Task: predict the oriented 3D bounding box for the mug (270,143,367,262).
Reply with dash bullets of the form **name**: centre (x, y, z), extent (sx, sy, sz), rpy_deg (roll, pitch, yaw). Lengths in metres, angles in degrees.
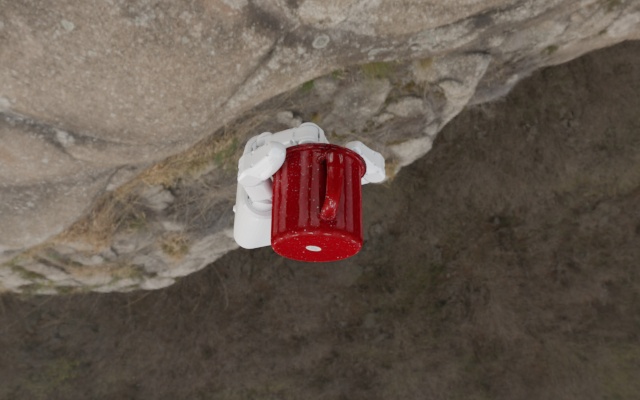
- **mug**: centre (0.001, 0.001, 0.421), extent (0.093, 0.081, 0.117), rpy_deg (7, -25, -14)
